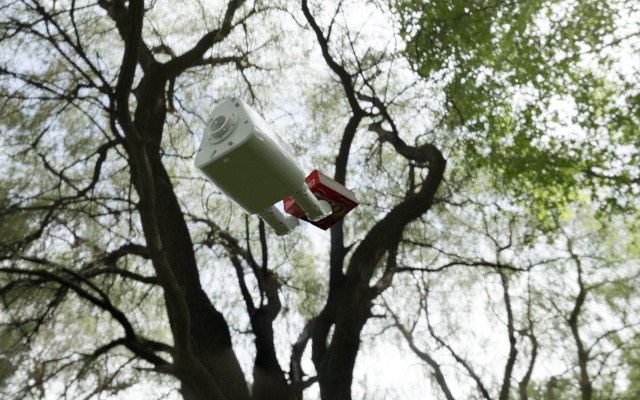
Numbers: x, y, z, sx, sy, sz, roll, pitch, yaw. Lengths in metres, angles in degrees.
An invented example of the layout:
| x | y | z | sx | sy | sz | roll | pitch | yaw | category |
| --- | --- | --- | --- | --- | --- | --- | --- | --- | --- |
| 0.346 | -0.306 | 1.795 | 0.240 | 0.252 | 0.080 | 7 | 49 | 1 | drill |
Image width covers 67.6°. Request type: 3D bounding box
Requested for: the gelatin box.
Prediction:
| x | y | z | sx | sy | sz | roll | pitch | yaw | category |
| --- | --- | --- | --- | --- | --- | --- | --- | --- | --- |
| 0.000 | 0.002 | 0.702 | 0.073 | 0.030 | 0.089 | -40 | -47 | 25 | gelatin box |
